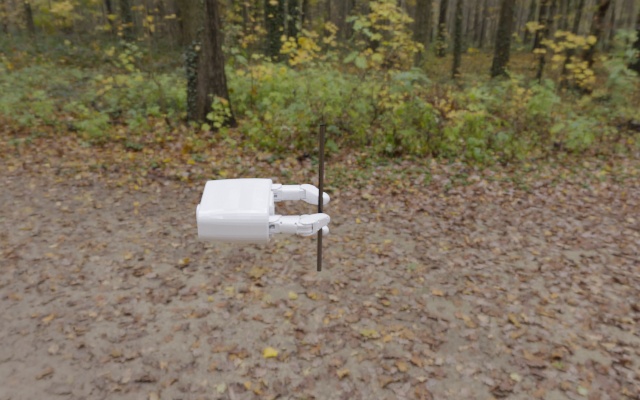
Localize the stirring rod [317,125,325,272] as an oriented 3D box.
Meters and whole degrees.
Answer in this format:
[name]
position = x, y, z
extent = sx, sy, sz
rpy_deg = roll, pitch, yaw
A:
[stirring rod]
position = 0.000, 0.003, 0.743
extent = 0.011, 0.240, 0.011
rpy_deg = 1, 21, 0
